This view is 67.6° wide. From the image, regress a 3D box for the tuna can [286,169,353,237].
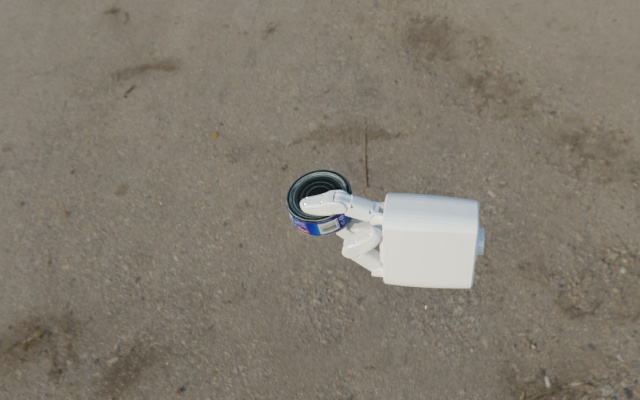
[{"bbox_3d":[0.000,0.002,0.608,0.086,0.086,0.034,0,-37,15],"label":"tuna can"}]
